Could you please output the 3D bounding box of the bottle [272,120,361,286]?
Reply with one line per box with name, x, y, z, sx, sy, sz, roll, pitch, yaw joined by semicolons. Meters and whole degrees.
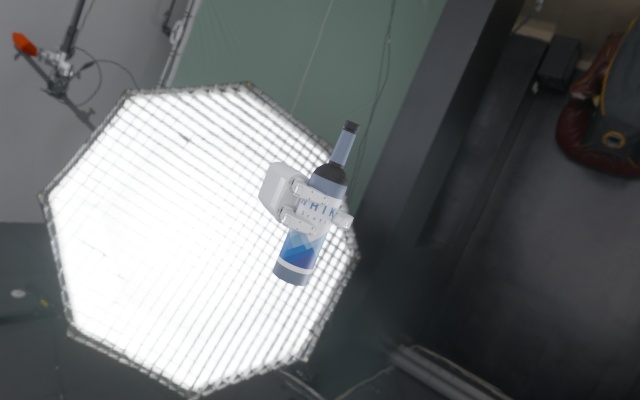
bottle;0.000;0.003;0.830;0.069;0.296;0.069;22;8;-3
